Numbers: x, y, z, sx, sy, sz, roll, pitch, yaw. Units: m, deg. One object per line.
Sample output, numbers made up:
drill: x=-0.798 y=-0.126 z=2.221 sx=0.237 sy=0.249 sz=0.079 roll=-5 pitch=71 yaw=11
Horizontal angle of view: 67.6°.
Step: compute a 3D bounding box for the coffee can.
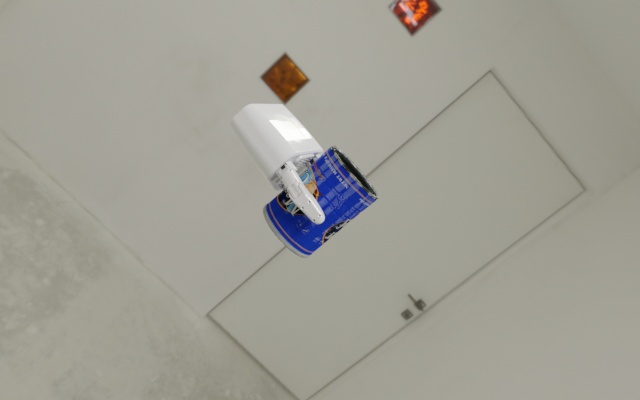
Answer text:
coffee can: x=0.000 y=0.003 z=0.707 sx=0.140 sy=0.103 sz=0.103 roll=-41 pitch=-11 yaw=13
